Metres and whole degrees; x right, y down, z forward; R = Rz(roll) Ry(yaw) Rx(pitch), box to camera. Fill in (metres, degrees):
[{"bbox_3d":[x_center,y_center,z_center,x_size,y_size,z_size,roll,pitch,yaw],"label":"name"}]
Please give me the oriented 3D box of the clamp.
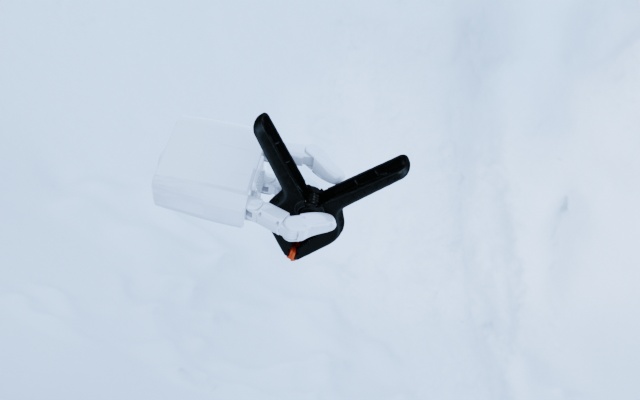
[{"bbox_3d":[0.000,0.003,0.545,0.164,0.036,0.210,12,-43,-1],"label":"clamp"}]
